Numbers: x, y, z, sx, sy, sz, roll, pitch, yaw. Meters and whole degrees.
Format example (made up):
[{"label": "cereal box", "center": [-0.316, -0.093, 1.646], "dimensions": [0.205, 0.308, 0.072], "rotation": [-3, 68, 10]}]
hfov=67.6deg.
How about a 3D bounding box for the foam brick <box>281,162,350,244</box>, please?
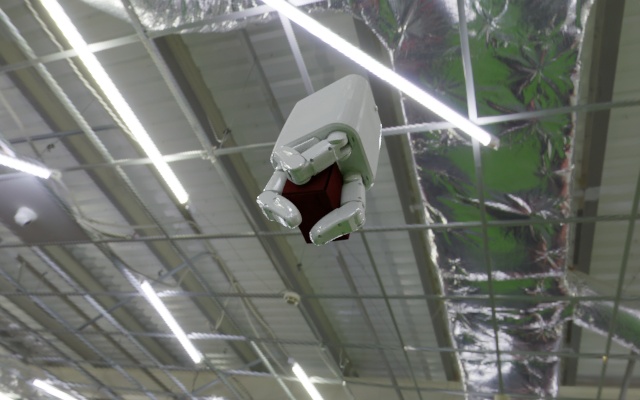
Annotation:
[{"label": "foam brick", "center": [0.000, 0.002, 0.521], "dimensions": [0.053, 0.078, 0.051], "rotation": [-6, 43, 21]}]
